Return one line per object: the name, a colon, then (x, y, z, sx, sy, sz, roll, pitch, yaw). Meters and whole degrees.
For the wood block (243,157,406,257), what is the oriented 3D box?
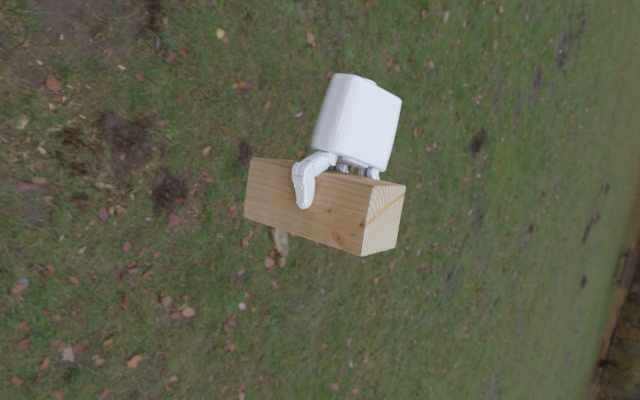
wood block: (0.000, 0.002, 0.666, 0.206, 0.090, 0.091, 15, 11, 35)
